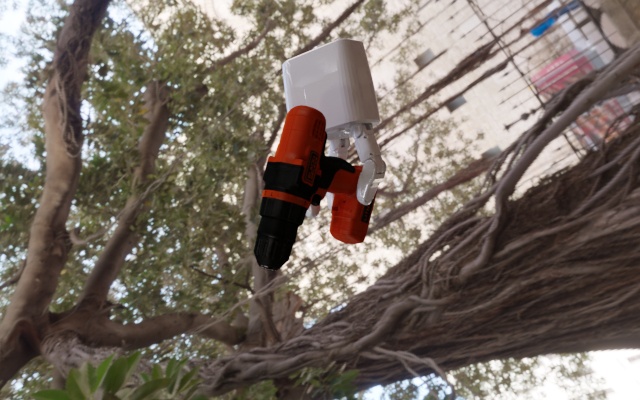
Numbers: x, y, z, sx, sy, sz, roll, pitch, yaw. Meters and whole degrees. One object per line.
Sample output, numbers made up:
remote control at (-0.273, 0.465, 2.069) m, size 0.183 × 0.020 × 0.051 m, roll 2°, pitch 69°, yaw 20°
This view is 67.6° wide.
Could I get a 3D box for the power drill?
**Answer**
power drill at (0.000, 0.002, 0.578) m, size 0.057 × 0.184 × 0.188 m, roll 11°, pitch -7°, yaw 31°
